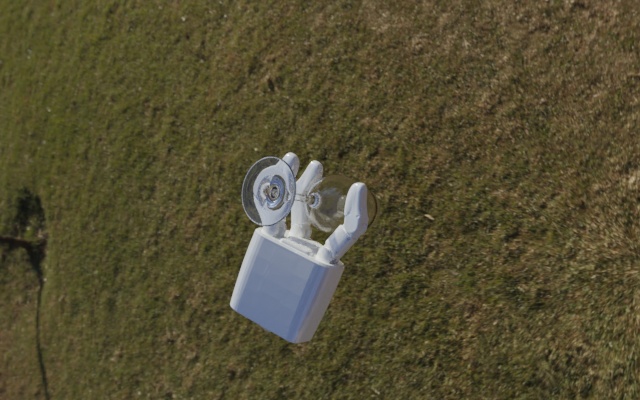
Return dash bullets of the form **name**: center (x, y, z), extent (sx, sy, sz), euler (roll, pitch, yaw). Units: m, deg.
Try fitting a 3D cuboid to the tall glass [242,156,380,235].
- **tall glass**: center (0.000, 0.002, 0.581), extent (0.079, 0.079, 0.201), euler (0, -6, 35)
